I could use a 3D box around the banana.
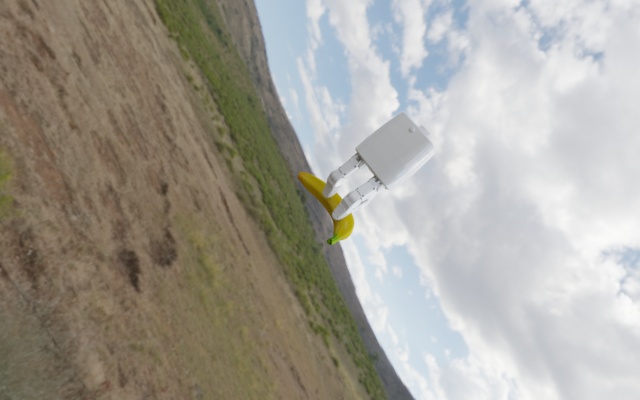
[{"bbox_3d":[0.016,0.009,0.872,0.069,0.037,0.197,15,30,-32],"label":"banana"}]
